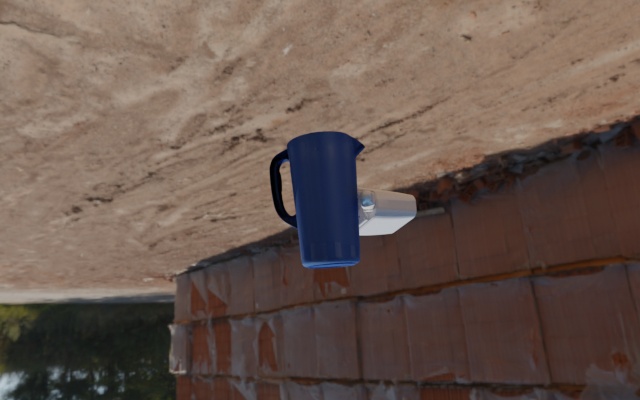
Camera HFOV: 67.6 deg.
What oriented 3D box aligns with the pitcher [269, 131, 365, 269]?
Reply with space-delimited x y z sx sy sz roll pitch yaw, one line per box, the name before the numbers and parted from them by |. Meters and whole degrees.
pitcher | 0.000 0.003 0.897 0.145 0.242 0.149 3 -14 -32
